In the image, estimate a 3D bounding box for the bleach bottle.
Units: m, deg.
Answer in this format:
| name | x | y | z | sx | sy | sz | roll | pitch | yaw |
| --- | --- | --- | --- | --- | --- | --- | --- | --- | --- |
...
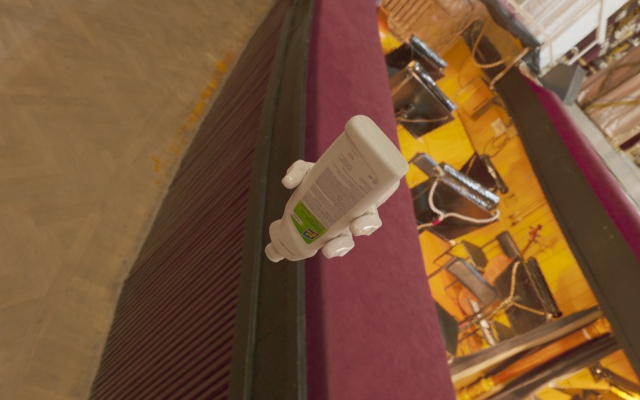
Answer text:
| name | x | y | z | sx | sy | sz | roll | pitch | yaw |
| --- | --- | --- | --- | --- | --- | --- | --- | --- | --- |
| bleach bottle | 0.000 | 0.002 | 0.667 | 0.251 | 0.102 | 0.068 | -43 | -6 | 31 |
